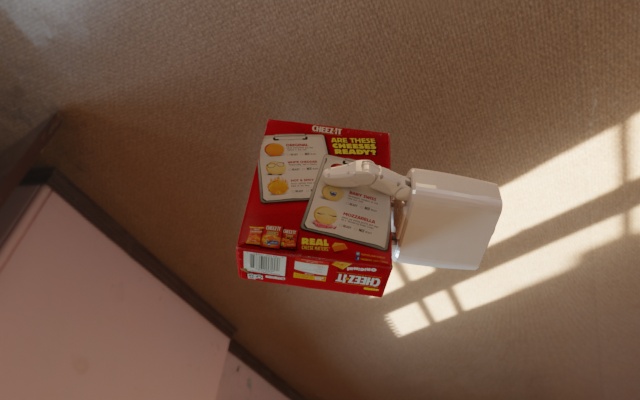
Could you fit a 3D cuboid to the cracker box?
[{"bbox_3d":[0.000,0.002,0.577,0.164,0.213,0.072,7,-42,-1],"label":"cracker box"}]
